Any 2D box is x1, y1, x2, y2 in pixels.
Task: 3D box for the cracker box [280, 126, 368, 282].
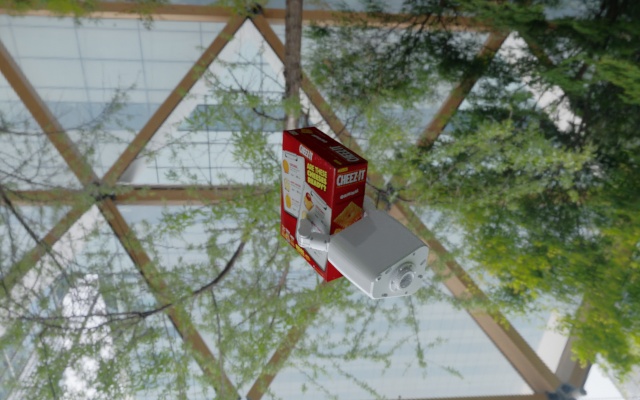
[{"bbox_3d":[0.000,0.003,0.810,0.072,0.214,0.164,-14,35,-29],"label":"cracker box"}]
